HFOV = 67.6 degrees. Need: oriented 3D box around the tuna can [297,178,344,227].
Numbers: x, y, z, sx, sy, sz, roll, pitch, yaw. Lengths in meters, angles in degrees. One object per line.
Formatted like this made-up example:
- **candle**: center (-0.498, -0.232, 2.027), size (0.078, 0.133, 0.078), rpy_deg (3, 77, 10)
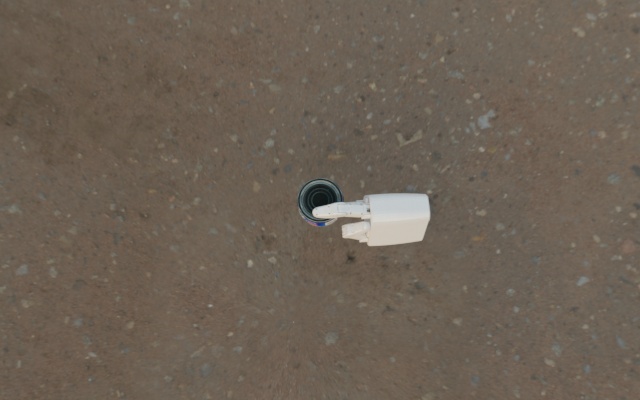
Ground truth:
- **tuna can**: center (0.000, 0.003, 0.870), size (0.086, 0.086, 0.034), rpy_deg (0, -14, 2)
